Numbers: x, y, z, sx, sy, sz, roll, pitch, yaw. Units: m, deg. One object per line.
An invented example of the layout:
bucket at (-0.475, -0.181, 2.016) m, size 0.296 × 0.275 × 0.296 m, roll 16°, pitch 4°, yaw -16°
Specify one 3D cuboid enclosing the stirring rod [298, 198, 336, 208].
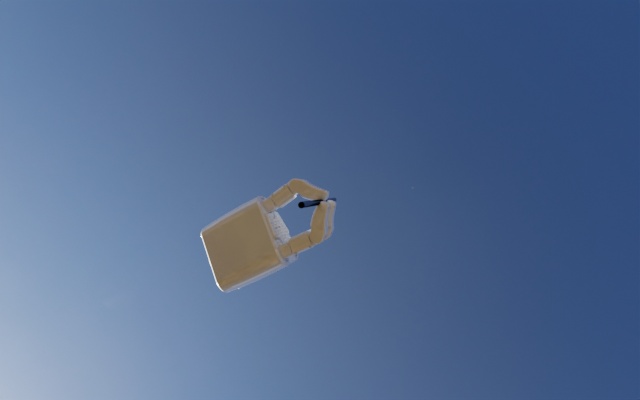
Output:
stirring rod at (0.000, 0.002, 0.683) m, size 0.011 × 0.011 × 0.239 m, roll 0°, pitch 1°, yaw 11°
